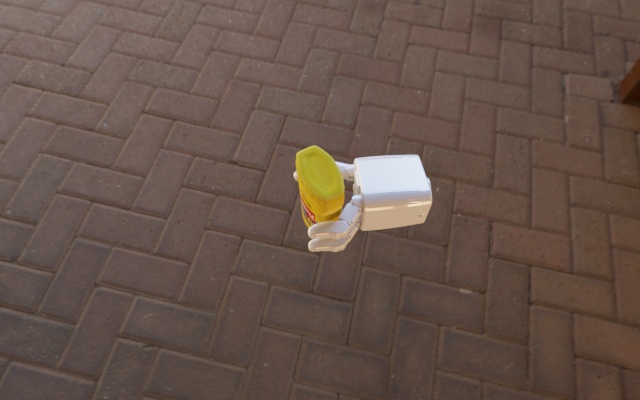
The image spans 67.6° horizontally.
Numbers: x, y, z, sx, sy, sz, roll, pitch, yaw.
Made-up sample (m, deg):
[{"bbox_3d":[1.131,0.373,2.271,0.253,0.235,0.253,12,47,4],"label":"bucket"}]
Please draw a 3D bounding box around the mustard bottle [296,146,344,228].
[{"bbox_3d":[0.000,0.002,0.755,0.058,0.096,0.192,-26,-24,-12],"label":"mustard bottle"}]
